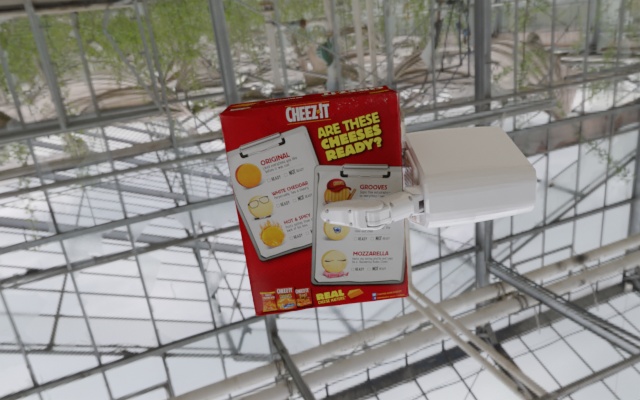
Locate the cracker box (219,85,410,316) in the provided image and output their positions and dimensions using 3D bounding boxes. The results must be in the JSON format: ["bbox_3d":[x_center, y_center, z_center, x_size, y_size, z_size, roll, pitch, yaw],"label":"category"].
[{"bbox_3d":[0.000,0.002,0.488,0.164,0.214,0.072,-7,19,-1],"label":"cracker box"}]
